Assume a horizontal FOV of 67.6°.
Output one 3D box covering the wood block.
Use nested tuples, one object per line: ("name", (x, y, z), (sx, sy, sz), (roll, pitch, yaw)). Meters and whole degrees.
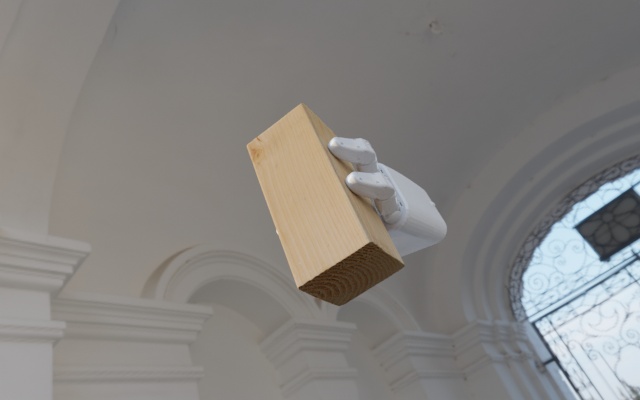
("wood block", (0.000, 0.002, 0.544), (0.091, 0.206, 0.090), (-35, -37, 15))
